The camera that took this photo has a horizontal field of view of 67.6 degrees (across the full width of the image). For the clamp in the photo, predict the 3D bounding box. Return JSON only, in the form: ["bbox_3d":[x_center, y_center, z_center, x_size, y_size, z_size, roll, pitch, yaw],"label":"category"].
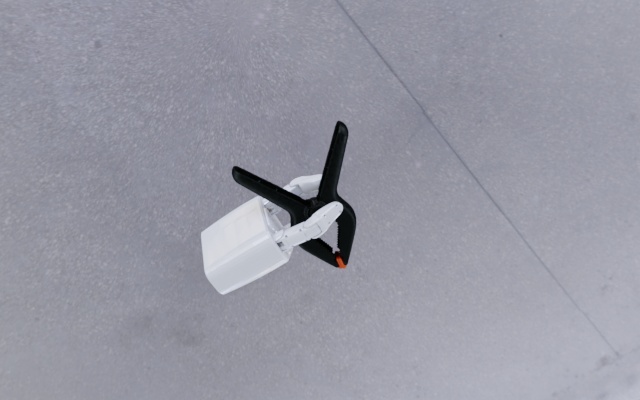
[{"bbox_3d":[0.000,0.003,0.663,0.164,0.210,0.036,-29,23,8],"label":"clamp"}]
